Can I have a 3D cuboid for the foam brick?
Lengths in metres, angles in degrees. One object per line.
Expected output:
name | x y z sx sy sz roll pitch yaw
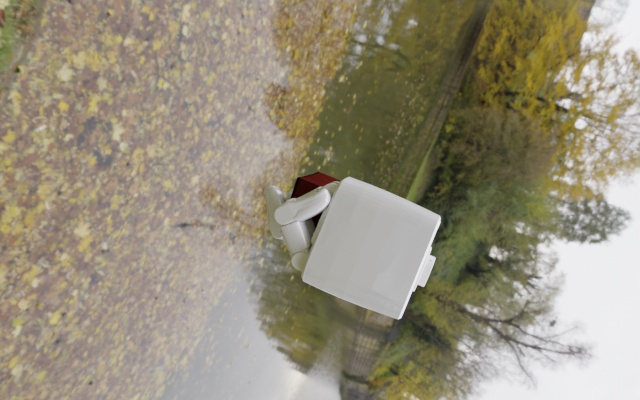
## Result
foam brick | 0.000 0.002 0.562 0.051 0.053 0.078 22 14 13
